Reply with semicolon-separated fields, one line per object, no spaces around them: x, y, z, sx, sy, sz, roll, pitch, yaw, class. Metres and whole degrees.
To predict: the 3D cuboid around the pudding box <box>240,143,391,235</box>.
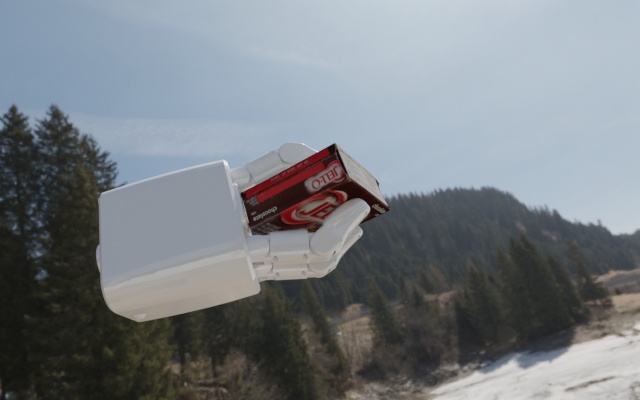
0.000;0.001;0.409;0.090;0.039;0.113;-26;-20;17;pudding box
